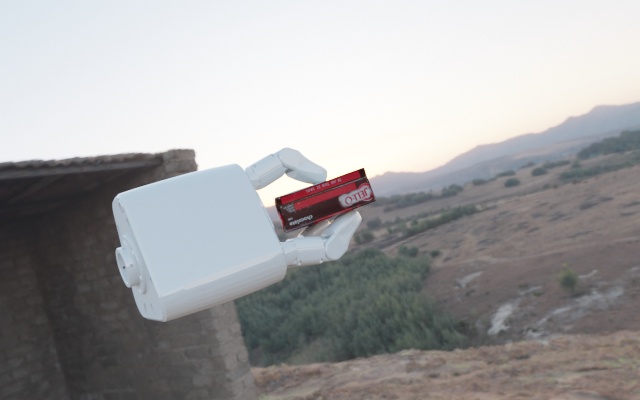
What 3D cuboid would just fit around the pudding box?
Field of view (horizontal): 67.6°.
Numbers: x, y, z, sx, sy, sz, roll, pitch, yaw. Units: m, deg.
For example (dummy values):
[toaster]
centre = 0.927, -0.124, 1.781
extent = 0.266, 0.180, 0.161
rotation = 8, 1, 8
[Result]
[pudding box]
centre = 0.000, 0.001, 0.486
extent = 0.090, 0.039, 0.113
rotation = -18, 1, -5
